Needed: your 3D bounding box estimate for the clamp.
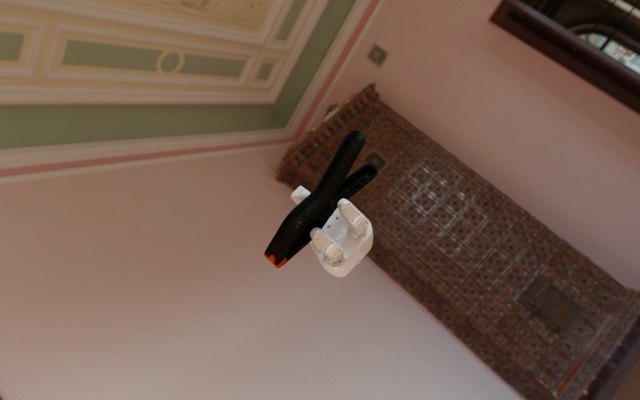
[{"bbox_3d":[-0.001,0.002,0.645,0.036,0.210,0.165,41,-8,19],"label":"clamp"}]
